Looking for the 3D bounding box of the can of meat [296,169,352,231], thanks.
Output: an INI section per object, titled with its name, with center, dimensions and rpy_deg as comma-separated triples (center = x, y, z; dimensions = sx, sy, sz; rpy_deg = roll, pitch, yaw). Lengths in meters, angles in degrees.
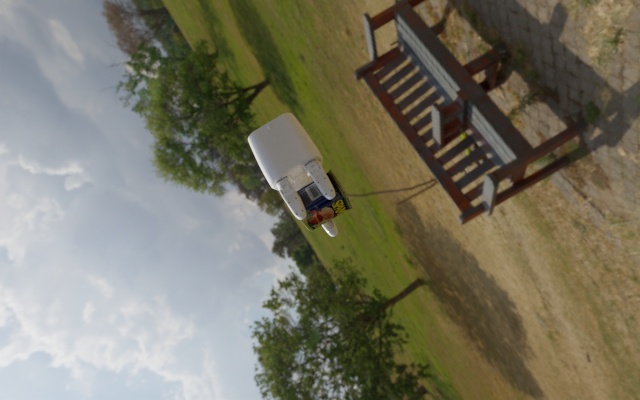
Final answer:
[can of meat]
center = 0.000, 0.003, 0.796
dimensions = 0.084, 0.057, 0.102
rpy_deg = -31, -19, 0
